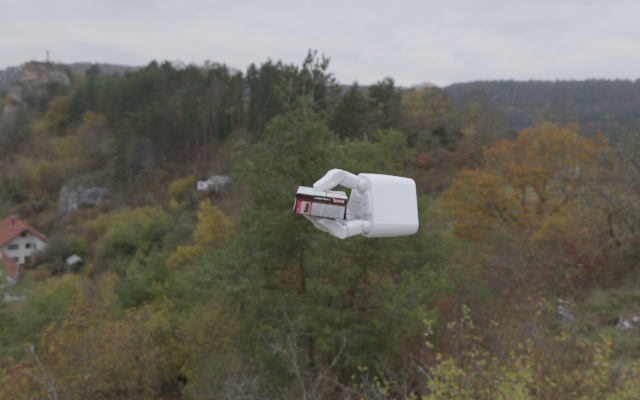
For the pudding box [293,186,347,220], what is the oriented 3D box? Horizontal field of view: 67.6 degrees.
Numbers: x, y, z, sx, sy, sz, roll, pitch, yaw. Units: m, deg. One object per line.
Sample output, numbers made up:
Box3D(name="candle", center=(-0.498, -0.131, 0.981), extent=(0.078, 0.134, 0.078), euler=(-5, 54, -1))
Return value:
Box3D(name="pudding box", center=(0.000, 0.003, 0.830), extent=(0.090, 0.039, 0.113), euler=(6, 6, -1))
